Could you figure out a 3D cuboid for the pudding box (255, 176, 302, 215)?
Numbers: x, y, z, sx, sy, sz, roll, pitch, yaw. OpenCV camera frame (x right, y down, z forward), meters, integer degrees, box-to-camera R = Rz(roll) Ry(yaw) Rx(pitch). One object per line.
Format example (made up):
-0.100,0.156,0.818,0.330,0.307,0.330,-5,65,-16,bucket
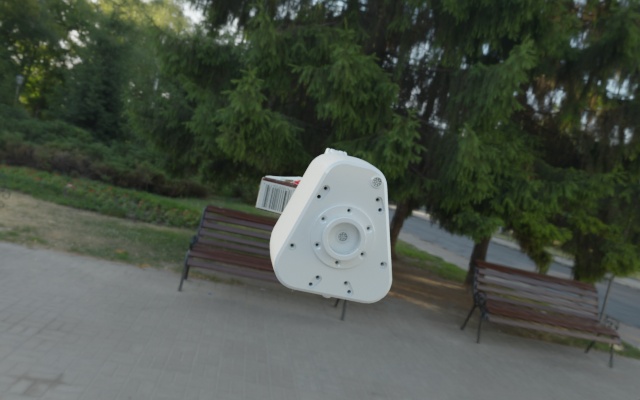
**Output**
0.000,0.002,0.528,0.113,0.039,0.090,16,8,22,pudding box
